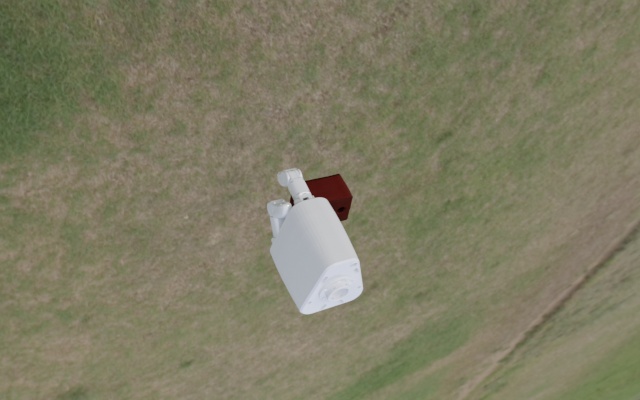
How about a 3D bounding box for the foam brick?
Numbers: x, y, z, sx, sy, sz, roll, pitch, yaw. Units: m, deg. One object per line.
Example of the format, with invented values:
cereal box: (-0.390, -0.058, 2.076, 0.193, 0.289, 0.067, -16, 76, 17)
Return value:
foam brick: (0.000, 0.002, 0.699, 0.078, 0.053, 0.051, -13, 49, -22)
